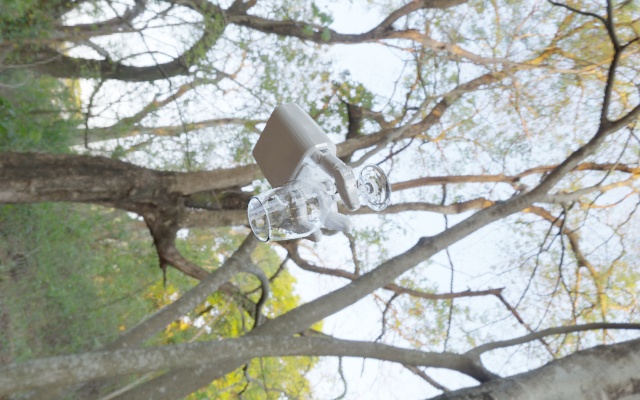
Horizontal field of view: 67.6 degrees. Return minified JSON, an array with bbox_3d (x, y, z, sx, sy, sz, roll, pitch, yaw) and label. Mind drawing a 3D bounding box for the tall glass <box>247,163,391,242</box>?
[{"bbox_3d":[0.001,0.002,0.673,0.201,0.079,0.079,-16,9,-32],"label":"tall glass"}]
